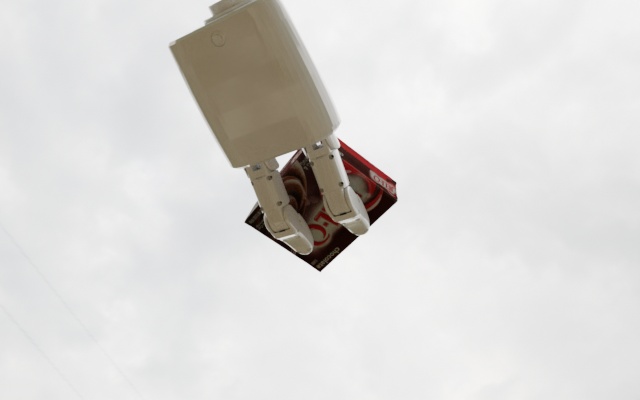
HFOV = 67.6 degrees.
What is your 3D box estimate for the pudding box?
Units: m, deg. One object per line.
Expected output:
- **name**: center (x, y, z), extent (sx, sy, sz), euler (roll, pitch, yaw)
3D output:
- **pudding box**: center (0.000, 0.001, 0.432), extent (0.090, 0.113, 0.039), euler (36, 33, -14)
